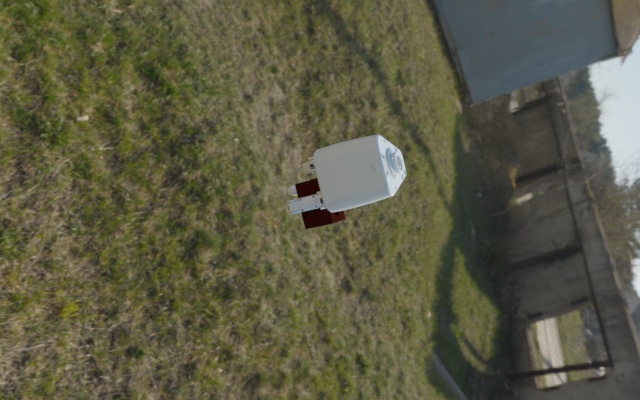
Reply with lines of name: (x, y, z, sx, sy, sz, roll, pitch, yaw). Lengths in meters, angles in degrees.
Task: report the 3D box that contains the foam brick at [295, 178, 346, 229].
foam brick: (0.000, 0.003, 0.775, 0.051, 0.078, 0.053, -13, 0, 27)
